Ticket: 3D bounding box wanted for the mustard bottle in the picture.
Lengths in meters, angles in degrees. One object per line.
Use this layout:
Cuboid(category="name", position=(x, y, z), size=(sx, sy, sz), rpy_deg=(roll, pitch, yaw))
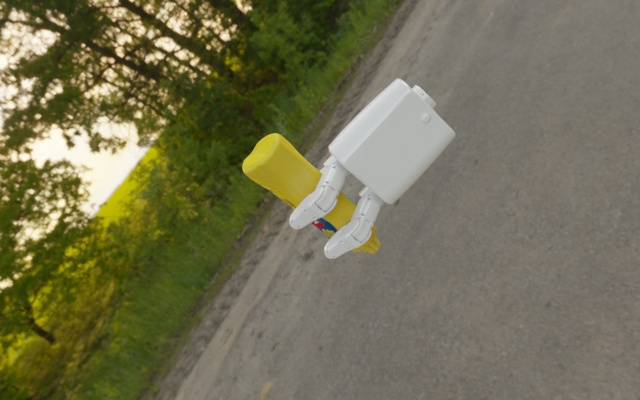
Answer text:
Cuboid(category="mustard bottle", position=(0.000, 0.002, 0.565), size=(0.192, 0.058, 0.096), rpy_deg=(39, -11, -20))
